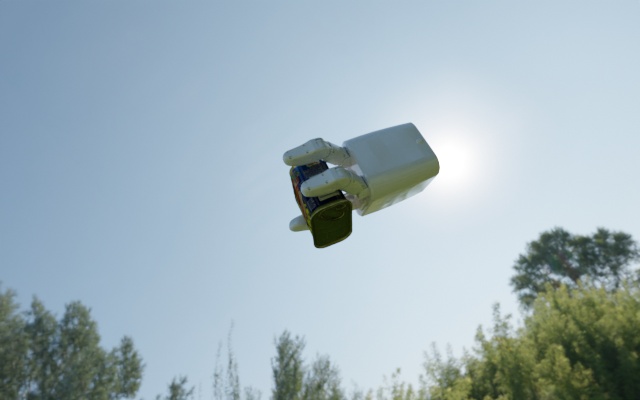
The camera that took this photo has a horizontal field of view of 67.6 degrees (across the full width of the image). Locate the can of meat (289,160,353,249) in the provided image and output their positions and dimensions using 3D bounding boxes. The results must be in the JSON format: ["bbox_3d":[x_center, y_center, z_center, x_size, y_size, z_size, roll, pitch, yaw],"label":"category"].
[{"bbox_3d":[0.000,0.002,0.641,0.057,0.084,0.102,-21,-31,-9],"label":"can of meat"}]
